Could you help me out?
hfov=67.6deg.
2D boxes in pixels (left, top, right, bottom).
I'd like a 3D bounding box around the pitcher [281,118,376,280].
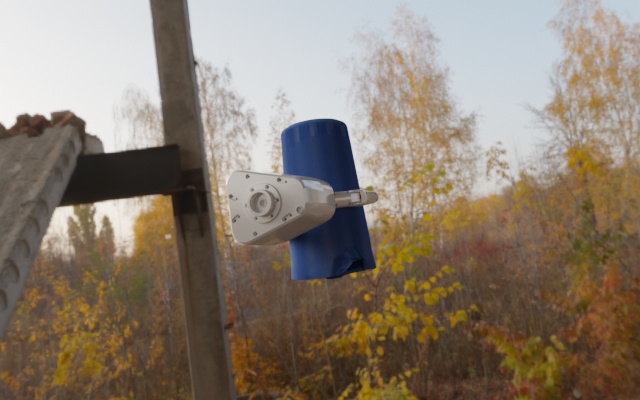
[{"bbox_3d":[0.000,0.002,0.762,0.149,0.243,0.145,-10,-5,20],"label":"pitcher"}]
